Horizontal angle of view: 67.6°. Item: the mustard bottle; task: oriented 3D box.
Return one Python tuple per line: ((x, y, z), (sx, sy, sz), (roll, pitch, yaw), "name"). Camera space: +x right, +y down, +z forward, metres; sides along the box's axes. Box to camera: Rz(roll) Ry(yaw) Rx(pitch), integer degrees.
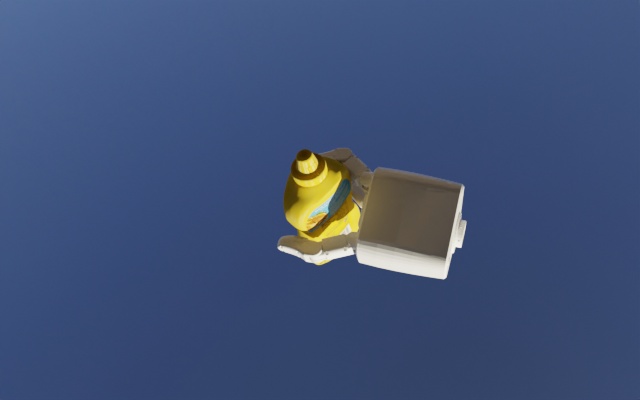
((0.000, 0.002, 0.596), (0.058, 0.096, 0.192), (36, -19, 29), "mustard bottle")
